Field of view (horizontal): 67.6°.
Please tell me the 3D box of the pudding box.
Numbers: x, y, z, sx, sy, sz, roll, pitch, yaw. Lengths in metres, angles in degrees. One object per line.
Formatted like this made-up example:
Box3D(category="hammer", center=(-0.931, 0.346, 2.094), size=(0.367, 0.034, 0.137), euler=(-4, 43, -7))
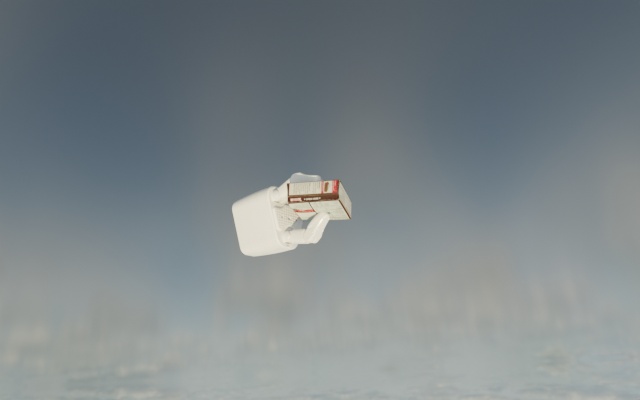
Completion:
Box3D(category="pudding box", center=(0.000, 0.003, 0.811), size=(0.090, 0.039, 0.113), euler=(-4, -18, 12))
